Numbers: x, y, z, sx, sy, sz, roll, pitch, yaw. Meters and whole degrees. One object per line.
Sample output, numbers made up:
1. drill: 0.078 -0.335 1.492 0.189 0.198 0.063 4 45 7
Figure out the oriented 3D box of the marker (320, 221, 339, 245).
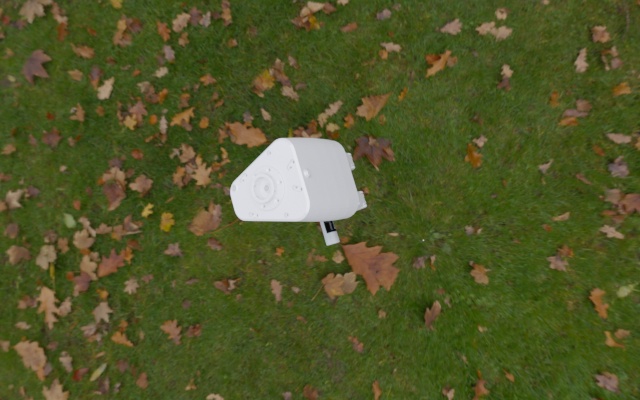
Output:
1. marker: 0.000 0.002 0.664 0.020 0.121 0.020 -17 -8 -2
